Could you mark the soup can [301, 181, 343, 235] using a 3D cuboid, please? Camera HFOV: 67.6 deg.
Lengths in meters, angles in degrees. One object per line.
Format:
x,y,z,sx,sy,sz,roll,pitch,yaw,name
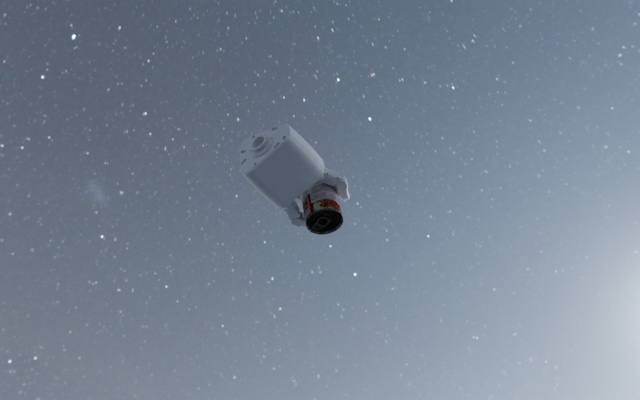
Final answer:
0.000,0.003,0.883,0.068,0.102,0.069,-6,-44,-6,soup can
